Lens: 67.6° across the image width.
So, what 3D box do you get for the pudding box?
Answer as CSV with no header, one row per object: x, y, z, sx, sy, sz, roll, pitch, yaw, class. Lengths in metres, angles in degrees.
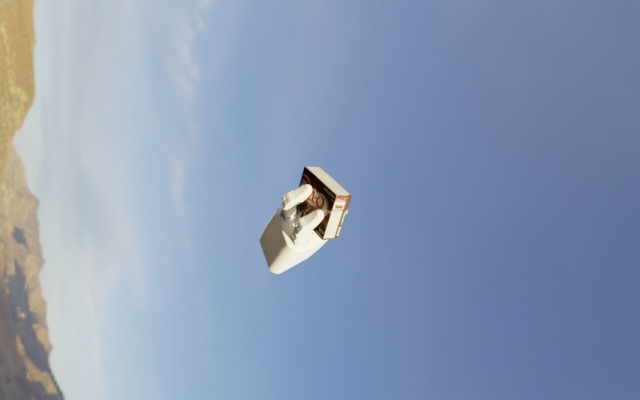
0.000,0.003,0.843,0.039,0.090,0.113,-4,32,-36,pudding box
